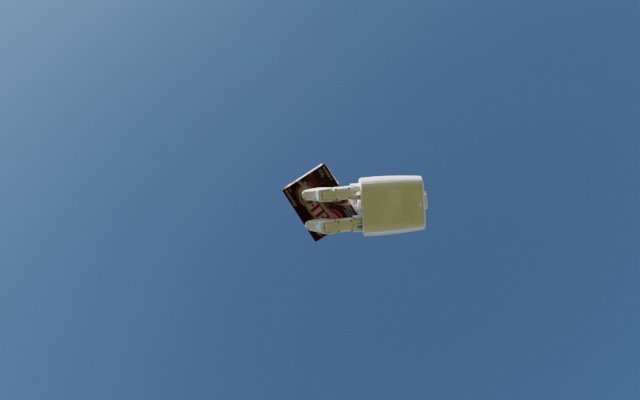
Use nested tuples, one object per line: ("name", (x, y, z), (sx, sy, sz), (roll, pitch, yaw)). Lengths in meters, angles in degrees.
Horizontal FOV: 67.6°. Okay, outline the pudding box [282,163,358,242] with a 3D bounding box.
("pudding box", (0.000, 0.003, 0.846), (0.090, 0.113, 0.039), (-32, 4, 7))
